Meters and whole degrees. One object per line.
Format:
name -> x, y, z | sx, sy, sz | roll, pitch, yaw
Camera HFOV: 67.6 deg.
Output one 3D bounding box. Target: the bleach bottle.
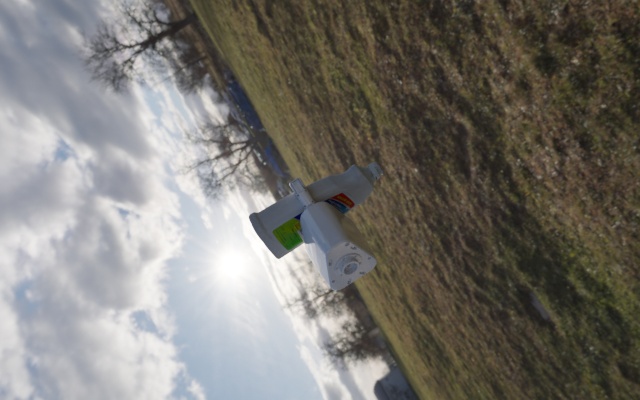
bleach bottle -> 0.000, 0.003, 0.876 | 0.251, 0.103, 0.068 | -33, 43, -1
